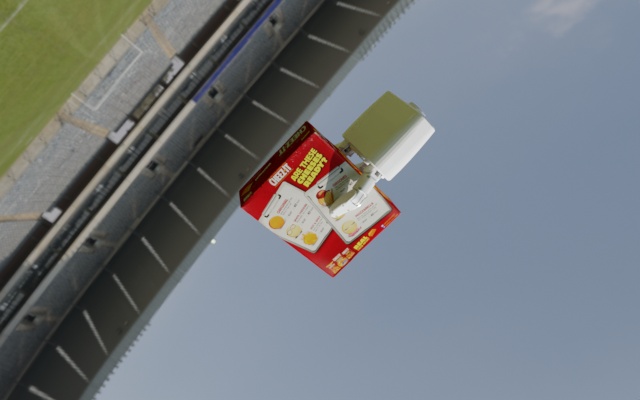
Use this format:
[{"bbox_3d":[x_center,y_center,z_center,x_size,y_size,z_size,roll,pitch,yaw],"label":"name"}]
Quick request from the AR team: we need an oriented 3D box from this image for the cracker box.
[{"bbox_3d":[0.000,0.003,0.781,0.214,0.164,0.072,41,10,-27],"label":"cracker box"}]
